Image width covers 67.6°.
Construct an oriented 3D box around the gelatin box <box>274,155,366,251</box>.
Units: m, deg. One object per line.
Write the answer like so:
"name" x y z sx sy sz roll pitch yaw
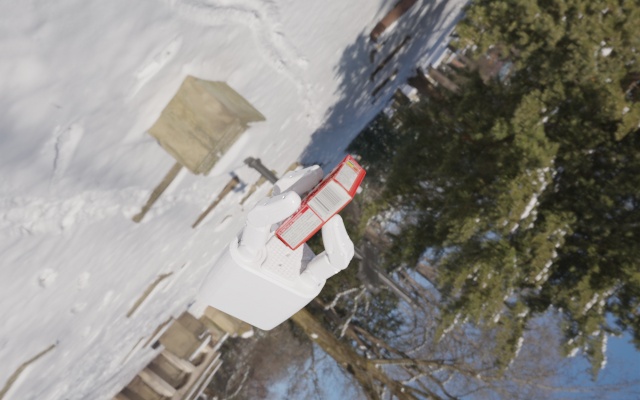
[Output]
"gelatin box" 0.001 0.002 0.478 0.089 0.030 0.073 -43 5 27
